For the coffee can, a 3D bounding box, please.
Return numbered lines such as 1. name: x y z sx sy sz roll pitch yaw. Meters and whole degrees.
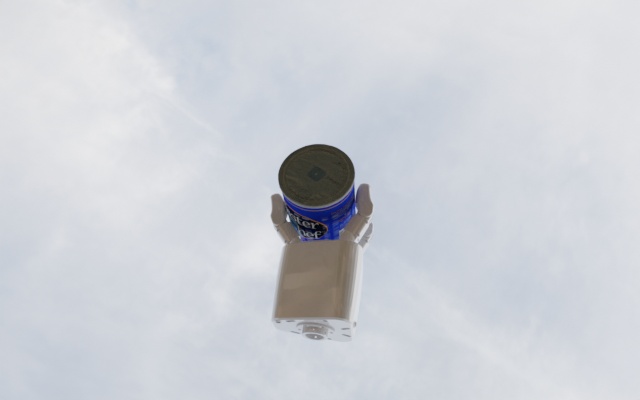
1. coffee can: 0.000 0.002 0.687 0.103 0.102 0.140 0 -33 6
